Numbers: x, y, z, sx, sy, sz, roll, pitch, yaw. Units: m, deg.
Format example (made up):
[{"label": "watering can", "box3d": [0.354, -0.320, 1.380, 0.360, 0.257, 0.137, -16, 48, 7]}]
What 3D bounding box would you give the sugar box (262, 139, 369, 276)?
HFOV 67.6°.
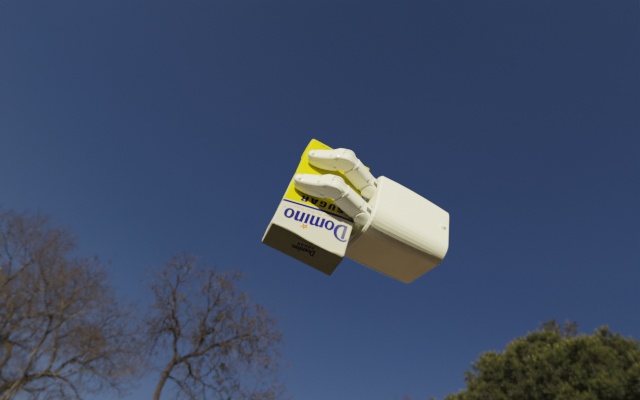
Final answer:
[{"label": "sugar box", "box3d": [0.000, 0.002, 0.606, 0.093, 0.048, 0.176, 26, 40, -6]}]
